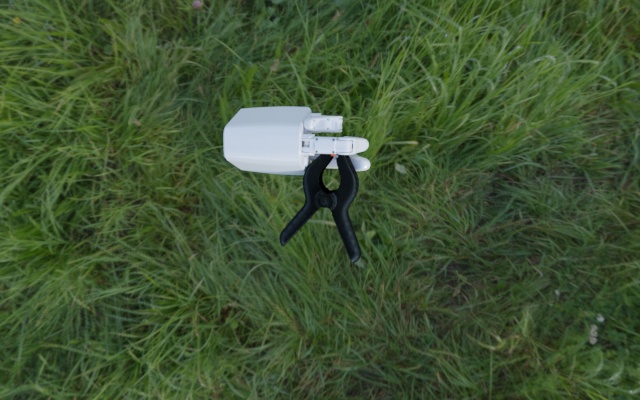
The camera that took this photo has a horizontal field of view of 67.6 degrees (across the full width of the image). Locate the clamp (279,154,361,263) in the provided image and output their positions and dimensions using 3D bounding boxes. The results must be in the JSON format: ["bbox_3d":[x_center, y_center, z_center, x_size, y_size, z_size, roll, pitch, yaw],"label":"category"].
[{"bbox_3d":[0.000,0.002,0.675,0.120,0.171,0.039,3,10,6],"label":"clamp"}]
